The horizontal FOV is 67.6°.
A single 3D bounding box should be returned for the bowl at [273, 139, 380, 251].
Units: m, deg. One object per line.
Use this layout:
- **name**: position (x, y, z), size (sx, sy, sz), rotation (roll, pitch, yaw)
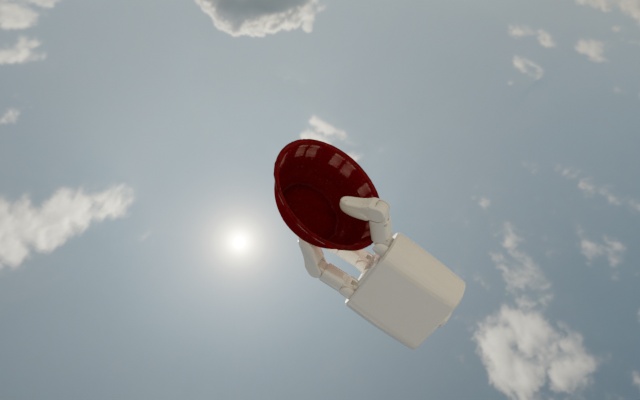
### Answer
- **bowl**: position (-0.001, 0.001, 0.607), size (0.162, 0.162, 0.055), rotation (0, -30, -39)
